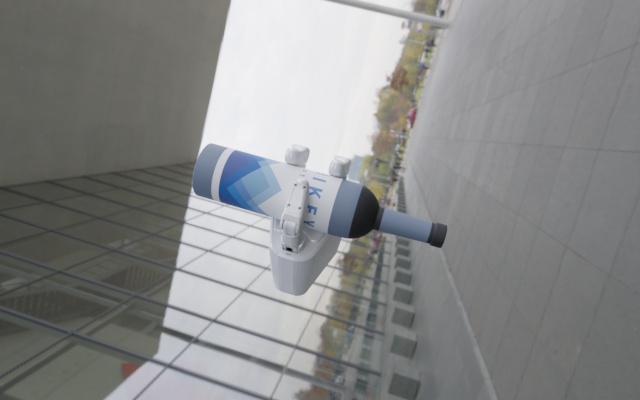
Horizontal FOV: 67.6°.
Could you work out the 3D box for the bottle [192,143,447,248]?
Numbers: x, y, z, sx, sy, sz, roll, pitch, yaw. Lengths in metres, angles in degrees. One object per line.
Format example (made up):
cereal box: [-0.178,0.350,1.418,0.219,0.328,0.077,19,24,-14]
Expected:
bottle: [0.000,0.002,0.561,0.295,0.069,0.069,16,2,7]
